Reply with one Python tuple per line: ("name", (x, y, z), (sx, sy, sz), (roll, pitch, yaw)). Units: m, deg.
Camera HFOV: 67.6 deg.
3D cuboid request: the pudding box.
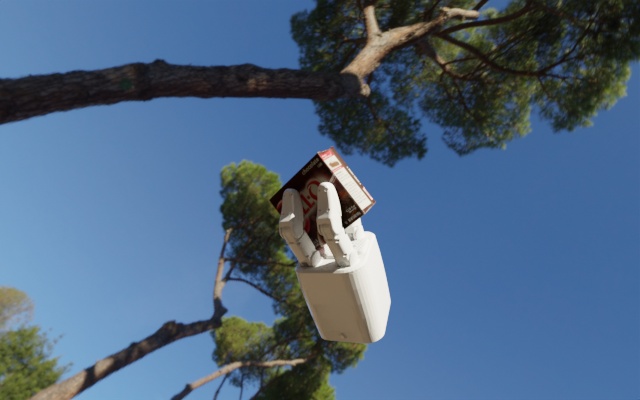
("pudding box", (0.000, 0.002, 0.589), (0.113, 0.090, 0.039), (-41, -4, 38))
